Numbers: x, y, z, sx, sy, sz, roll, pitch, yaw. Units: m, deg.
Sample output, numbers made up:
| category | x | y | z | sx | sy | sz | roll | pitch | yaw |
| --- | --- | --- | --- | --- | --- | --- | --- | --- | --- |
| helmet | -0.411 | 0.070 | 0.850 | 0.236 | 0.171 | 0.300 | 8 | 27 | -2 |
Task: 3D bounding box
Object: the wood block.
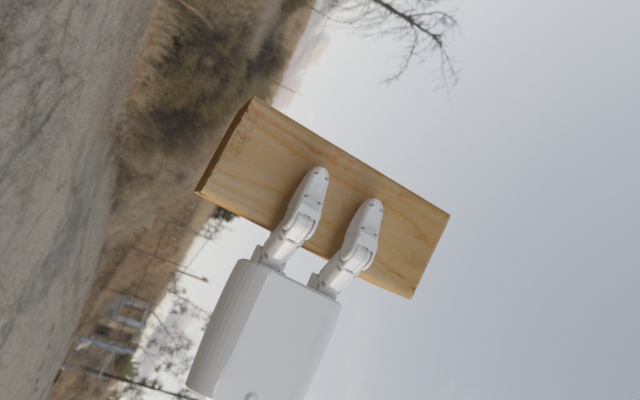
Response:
| category | x | y | z | sx | sy | sz | roll | pitch | yaw |
| --- | --- | --- | --- | --- | --- | --- | --- | --- | --- |
| wood block | 0.000 | 0.002 | 0.441 | 0.206 | 0.090 | 0.091 | 29 | -8 | -17 |
